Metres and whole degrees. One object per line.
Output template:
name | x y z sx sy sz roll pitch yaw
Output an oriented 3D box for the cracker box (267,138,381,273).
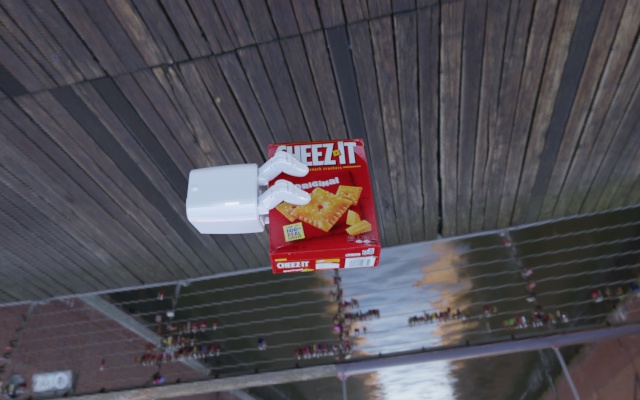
cracker box | 0.000 0.003 0.761 0.164 0.213 0.072 -3 -34 -2
